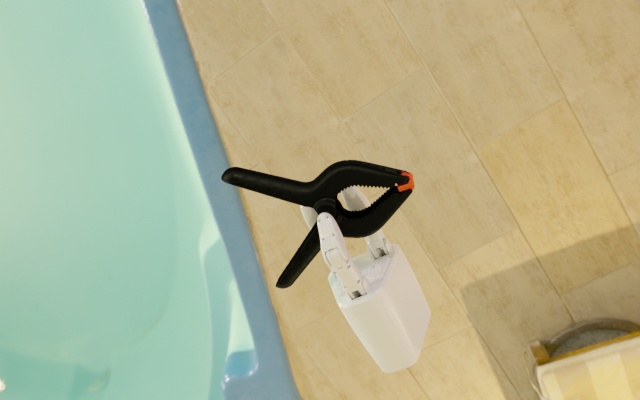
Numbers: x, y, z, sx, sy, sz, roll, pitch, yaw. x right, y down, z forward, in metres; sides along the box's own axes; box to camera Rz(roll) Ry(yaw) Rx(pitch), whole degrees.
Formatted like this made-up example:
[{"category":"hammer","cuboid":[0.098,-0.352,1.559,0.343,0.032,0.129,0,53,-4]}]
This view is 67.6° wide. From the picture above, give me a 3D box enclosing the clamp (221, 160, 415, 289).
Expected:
[{"category":"clamp","cuboid":[0.001,0.002,0.542,0.210,0.164,0.036,-25,20,17]}]
